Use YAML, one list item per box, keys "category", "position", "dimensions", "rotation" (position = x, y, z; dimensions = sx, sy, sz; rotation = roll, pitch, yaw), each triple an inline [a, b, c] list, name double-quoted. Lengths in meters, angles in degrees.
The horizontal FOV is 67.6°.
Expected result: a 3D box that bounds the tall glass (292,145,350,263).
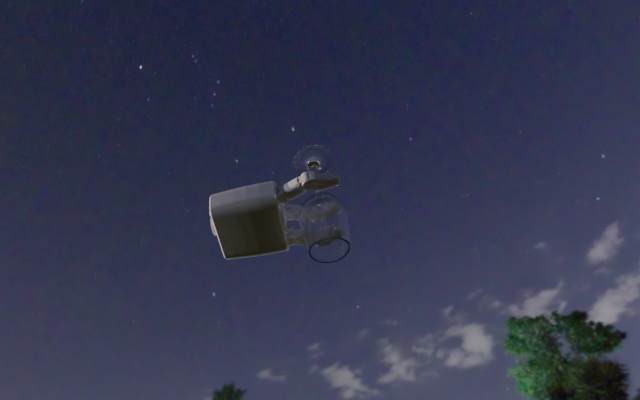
- category: "tall glass"
  position: [0.000, 0.002, 0.771]
  dimensions: [0.079, 0.200, 0.079]
  rotation: [-6, -43, -6]
